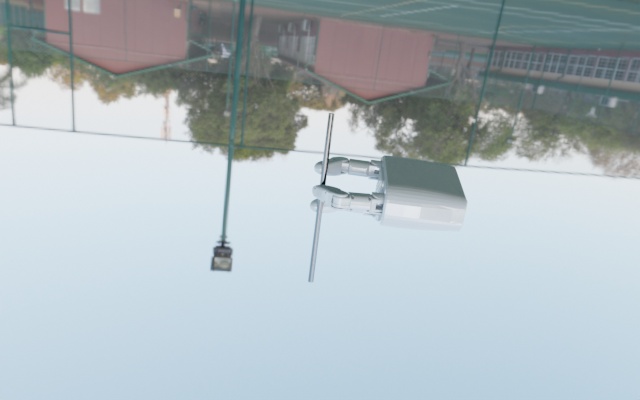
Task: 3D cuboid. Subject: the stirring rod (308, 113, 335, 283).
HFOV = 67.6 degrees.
[{"bbox_3d":[0.000,0.002,0.649,0.011,0.239,0.011,6,18,-2],"label":"stirring rod"}]
